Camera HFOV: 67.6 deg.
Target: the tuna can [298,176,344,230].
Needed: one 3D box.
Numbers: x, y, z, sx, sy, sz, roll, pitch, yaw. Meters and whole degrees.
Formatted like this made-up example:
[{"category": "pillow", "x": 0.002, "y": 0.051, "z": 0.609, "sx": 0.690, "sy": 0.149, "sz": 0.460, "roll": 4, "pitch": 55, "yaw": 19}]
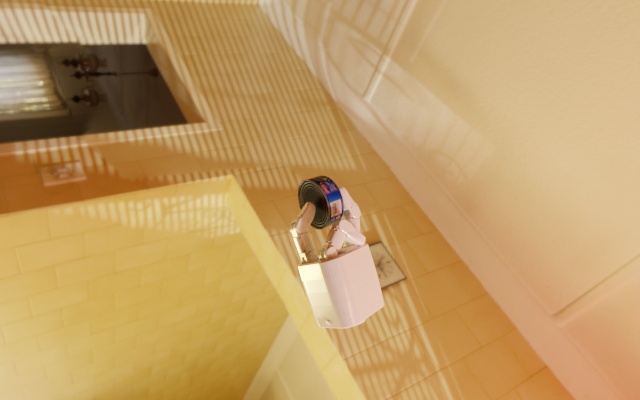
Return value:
[{"category": "tuna can", "x": 0.001, "y": 0.002, "z": 0.791, "sx": 0.033, "sy": 0.086, "sz": 0.086, "roll": -20, "pitch": 11, "yaw": -33}]
